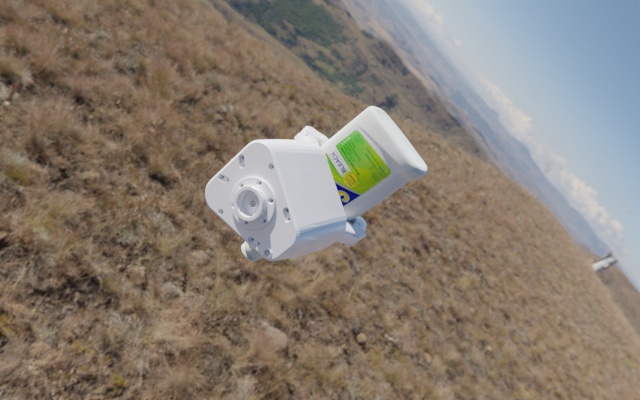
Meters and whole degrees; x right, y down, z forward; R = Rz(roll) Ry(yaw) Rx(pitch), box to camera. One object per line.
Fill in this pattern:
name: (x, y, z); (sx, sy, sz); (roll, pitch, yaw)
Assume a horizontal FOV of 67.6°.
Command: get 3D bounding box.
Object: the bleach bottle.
bleach bottle: (0.000, 0.002, 0.586); (0.251, 0.102, 0.068); (-40, -12, 22)
